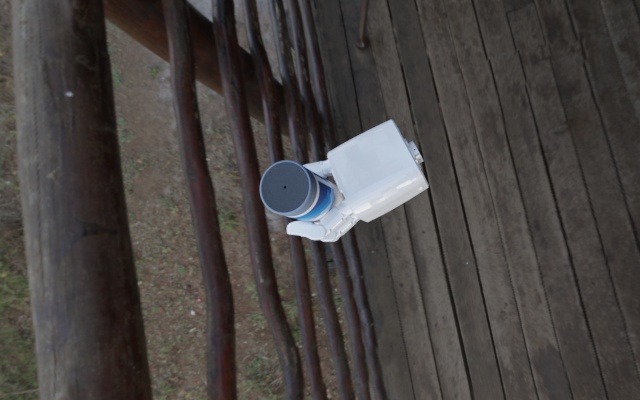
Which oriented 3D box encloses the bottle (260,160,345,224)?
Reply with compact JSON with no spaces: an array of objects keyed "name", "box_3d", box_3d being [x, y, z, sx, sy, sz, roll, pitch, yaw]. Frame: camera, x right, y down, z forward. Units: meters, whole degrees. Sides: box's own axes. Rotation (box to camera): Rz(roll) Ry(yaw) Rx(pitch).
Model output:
[{"name":"bottle","box_3d":[0.000,0.002,0.712,0.069,0.069,0.296,0,-7,17]}]
